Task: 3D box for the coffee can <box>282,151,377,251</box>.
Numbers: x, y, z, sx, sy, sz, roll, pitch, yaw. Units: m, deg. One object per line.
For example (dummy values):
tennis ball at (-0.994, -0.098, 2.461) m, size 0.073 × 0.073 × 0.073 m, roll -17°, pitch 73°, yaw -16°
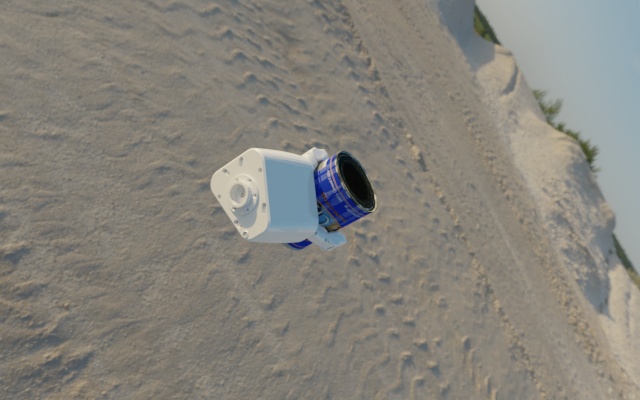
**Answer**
coffee can at (0.000, 0.003, 0.726) m, size 0.140 × 0.102 × 0.103 m, roll -29°, pitch -14°, yaw 26°
